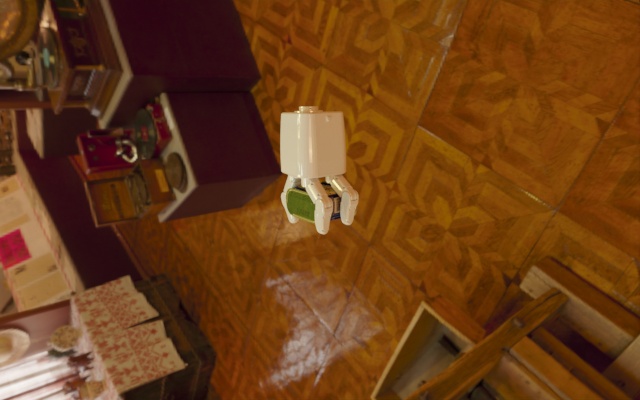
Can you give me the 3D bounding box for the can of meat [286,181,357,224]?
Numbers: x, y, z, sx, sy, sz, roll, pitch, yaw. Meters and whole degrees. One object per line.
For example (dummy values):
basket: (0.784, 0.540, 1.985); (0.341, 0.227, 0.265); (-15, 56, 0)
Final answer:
can of meat: (0.000, 0.003, 0.847); (0.084, 0.057, 0.102); (-11, 18, -40)
